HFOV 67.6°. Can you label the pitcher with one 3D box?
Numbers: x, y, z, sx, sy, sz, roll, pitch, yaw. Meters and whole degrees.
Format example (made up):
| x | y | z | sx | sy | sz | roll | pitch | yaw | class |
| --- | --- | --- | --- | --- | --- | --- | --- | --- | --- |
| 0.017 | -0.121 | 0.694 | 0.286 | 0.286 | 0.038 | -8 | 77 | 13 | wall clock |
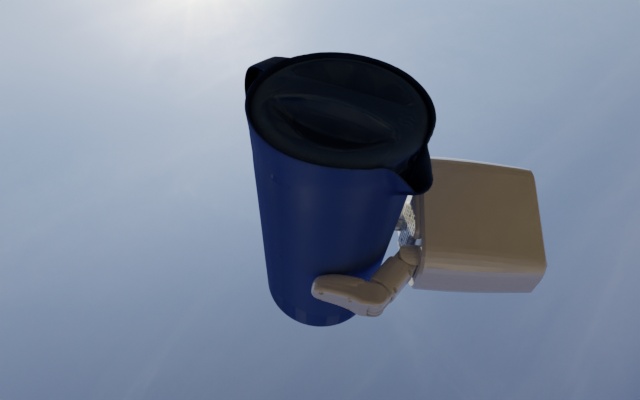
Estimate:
| x | y | z | sx | sy | sz | roll | pitch | yaw | class |
| --- | --- | --- | --- | --- | --- | --- | --- | --- | --- |
| 0.000 | 0.001 | 0.421 | 0.145 | 0.149 | 0.243 | 4 | -42 | -2 | pitcher |
